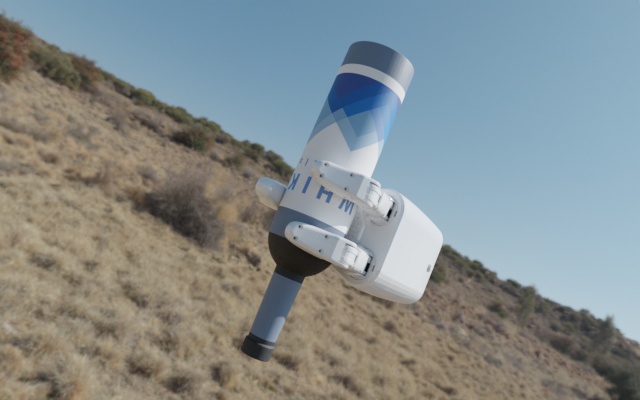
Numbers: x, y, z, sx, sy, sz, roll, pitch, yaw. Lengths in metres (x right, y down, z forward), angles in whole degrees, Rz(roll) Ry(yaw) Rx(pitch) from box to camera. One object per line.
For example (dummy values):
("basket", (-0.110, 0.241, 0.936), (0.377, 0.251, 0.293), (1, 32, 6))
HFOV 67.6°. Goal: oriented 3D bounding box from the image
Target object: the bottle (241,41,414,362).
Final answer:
("bottle", (0.000, 0.001, 0.436), (0.069, 0.295, 0.069), (23, -7, 3))
